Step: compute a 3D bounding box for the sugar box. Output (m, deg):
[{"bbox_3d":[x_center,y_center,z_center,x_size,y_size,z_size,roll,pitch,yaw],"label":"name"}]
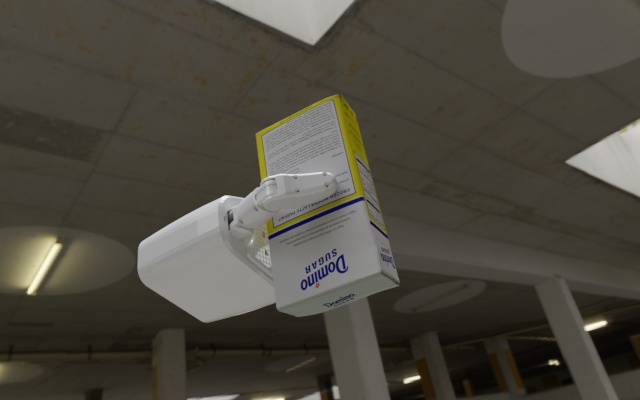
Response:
[{"bbox_3d":[0.000,0.002,0.410,0.093,0.176,0.048,-23,-30,21],"label":"sugar box"}]
